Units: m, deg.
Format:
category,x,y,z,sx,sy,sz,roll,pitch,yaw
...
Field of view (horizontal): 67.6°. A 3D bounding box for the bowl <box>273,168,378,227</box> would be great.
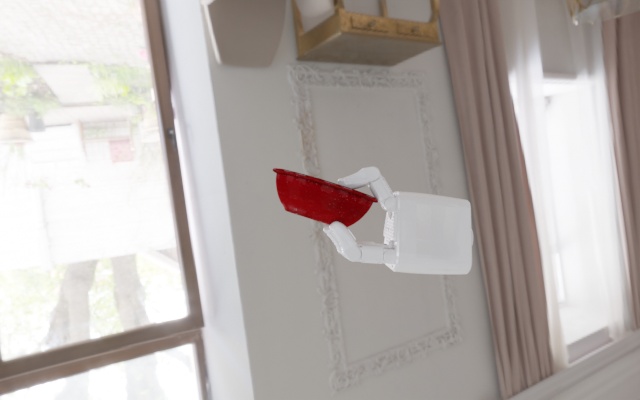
category,x,y,z,sx,sy,sz,roll,pitch,yaw
bowl,-0.001,0.002,0.696,0.162,0.055,0.162,17,-2,1
